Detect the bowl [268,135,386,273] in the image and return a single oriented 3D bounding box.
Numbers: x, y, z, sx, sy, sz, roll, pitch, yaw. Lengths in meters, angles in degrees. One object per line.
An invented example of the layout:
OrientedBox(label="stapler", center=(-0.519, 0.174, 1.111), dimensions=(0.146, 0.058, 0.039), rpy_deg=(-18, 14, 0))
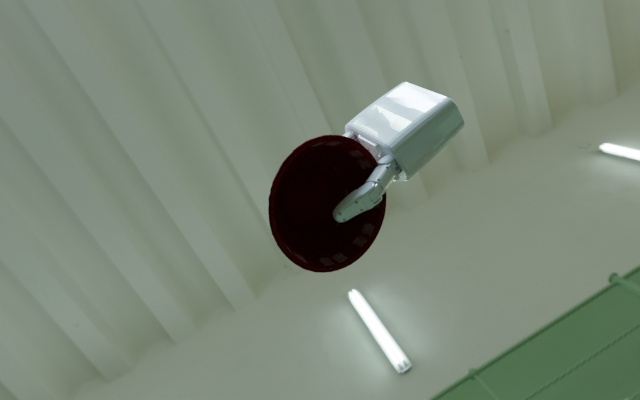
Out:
OrientedBox(label="bowl", center=(-0.001, 0.002, 0.574), dimensions=(0.162, 0.162, 0.055), rpy_deg=(0, 7, -32))
